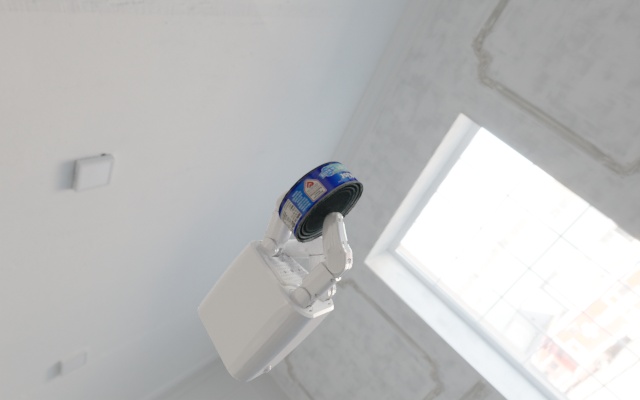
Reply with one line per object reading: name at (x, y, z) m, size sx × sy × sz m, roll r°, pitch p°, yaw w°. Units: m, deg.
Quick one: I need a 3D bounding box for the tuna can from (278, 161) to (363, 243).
tuna can at (0.000, 0.001, 0.481) m, size 0.086 × 0.033 × 0.086 m, roll -35°, pitch -21°, yaw -16°
